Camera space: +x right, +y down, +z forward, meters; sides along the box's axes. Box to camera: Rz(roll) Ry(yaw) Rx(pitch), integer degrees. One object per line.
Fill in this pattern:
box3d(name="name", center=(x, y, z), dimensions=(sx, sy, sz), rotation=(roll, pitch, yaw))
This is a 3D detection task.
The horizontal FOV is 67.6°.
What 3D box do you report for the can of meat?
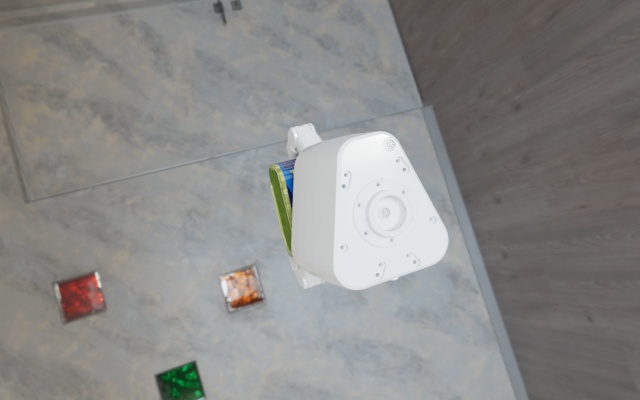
box3d(name="can of meat", center=(0.000, 0.002, 0.482), dimensions=(0.084, 0.102, 0.057), rotation=(-16, 9, -17))
